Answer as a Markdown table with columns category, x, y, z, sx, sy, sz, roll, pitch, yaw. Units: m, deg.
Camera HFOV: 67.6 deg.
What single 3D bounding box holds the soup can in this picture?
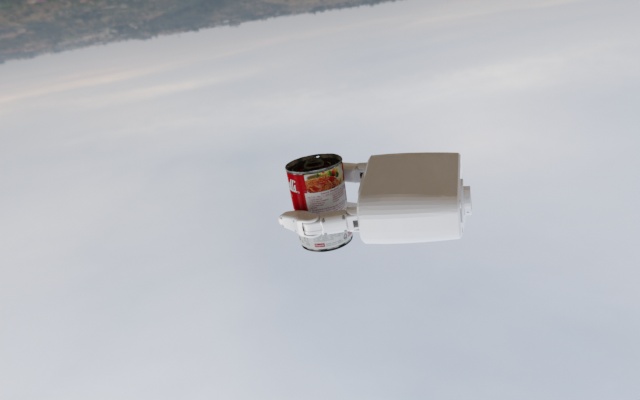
| category | x | y | z | sx | sy | sz | roll | pitch | yaw |
| --- | --- | --- | --- | --- | --- | --- | --- | --- | --- |
| soup can | 0.000 | 0.002 | 0.573 | 0.068 | 0.102 | 0.068 | -9 | 21 | 3 |
